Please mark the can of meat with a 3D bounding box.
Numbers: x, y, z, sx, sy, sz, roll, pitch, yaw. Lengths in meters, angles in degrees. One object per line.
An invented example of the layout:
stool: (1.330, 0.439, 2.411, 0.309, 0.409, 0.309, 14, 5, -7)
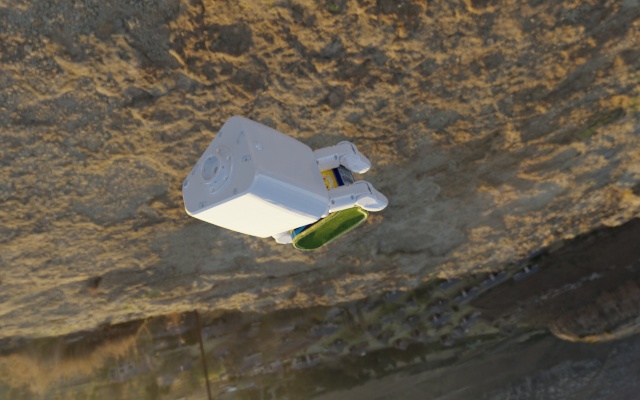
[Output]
can of meat: (0.000, 0.002, 0.584, 0.102, 0.084, 0.057, -34, -33, 23)
